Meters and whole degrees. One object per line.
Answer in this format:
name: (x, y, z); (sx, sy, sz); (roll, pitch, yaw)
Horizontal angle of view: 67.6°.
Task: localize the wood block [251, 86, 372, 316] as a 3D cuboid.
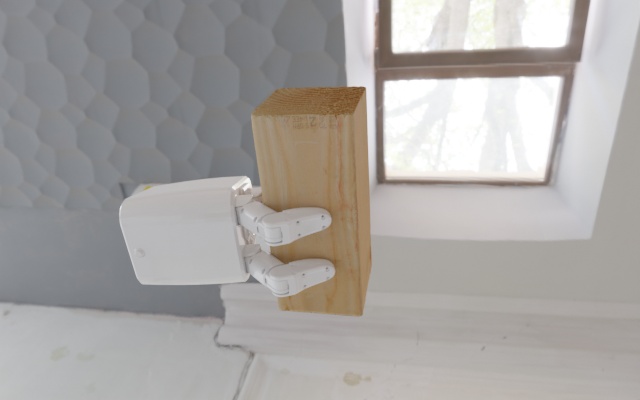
wood block: (0.000, 0.002, 0.469); (0.090, 0.206, 0.090); (1, 28, 11)
